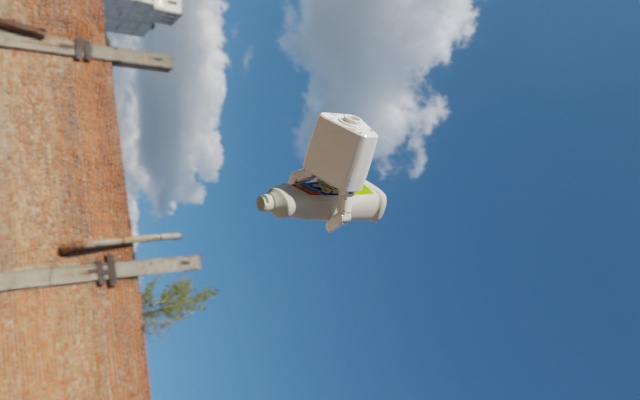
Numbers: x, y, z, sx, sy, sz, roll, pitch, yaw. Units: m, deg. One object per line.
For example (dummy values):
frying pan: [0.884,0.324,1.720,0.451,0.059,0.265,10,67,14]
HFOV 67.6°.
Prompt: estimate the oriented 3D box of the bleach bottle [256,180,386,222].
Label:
bleach bottle: [0.000,0.003,0.896,0.251,0.068,0.102,-4,30,-38]
